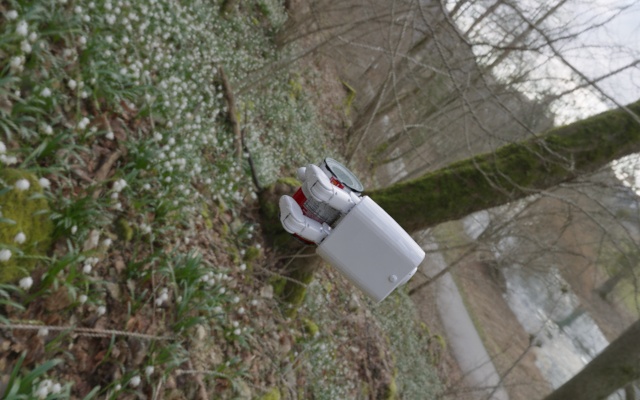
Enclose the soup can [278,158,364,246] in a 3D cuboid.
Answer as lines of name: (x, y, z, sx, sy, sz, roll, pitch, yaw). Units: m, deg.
soup can: (0.000, 0.002, 0.638, 0.068, 0.102, 0.068, 36, 19, -15)
